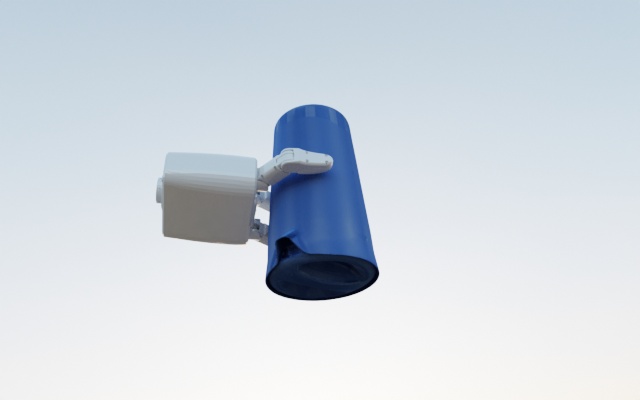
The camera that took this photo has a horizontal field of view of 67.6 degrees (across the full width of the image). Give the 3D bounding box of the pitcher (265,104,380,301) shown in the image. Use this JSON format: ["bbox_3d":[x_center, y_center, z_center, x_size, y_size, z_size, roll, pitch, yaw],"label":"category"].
[{"bbox_3d":[0.000,0.002,0.622,0.145,0.242,0.149,4,-34,-12],"label":"pitcher"}]
